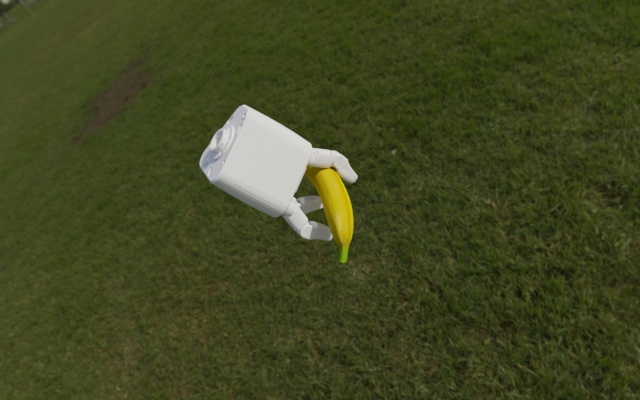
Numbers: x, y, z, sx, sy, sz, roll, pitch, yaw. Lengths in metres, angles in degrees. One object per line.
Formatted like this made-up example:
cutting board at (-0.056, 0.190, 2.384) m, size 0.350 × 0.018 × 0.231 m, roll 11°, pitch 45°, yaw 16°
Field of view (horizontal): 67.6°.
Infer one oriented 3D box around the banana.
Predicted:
banana at (0.009, -0.008, 0.683) m, size 0.037 × 0.197 × 0.070 m, roll 8°, pitch -48°, yaw -27°
